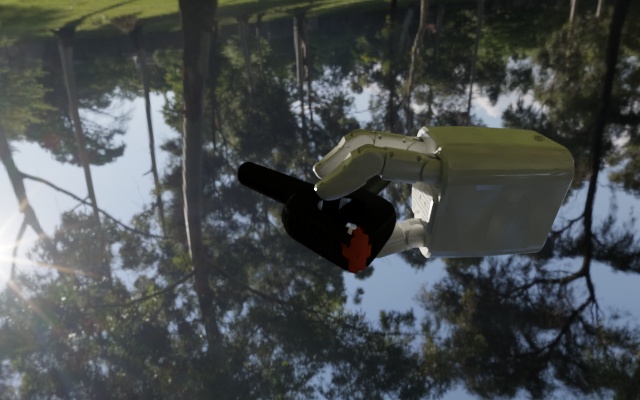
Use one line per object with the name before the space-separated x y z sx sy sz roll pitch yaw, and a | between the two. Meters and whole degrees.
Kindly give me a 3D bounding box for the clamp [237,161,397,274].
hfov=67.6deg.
clamp | 0.000 0.002 0.425 0.164 0.036 0.210 1 21 -3
